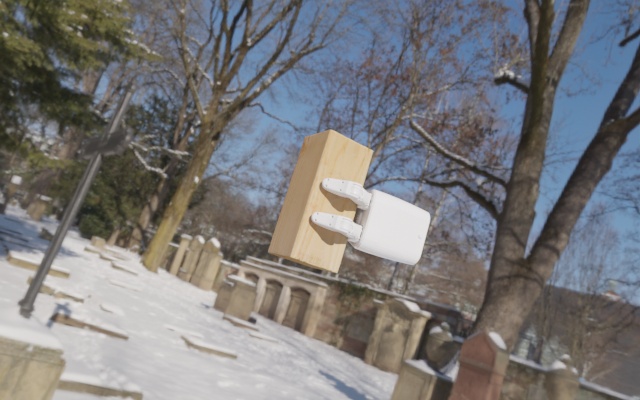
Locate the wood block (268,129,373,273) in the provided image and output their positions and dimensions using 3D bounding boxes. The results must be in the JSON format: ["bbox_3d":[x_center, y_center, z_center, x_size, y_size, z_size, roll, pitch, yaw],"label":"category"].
[{"bbox_3d":[0.000,0.003,0.775,0.090,0.206,0.091,23,-12,-27],"label":"wood block"}]
